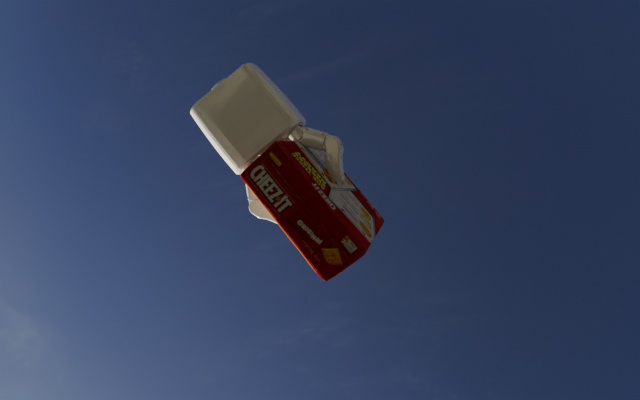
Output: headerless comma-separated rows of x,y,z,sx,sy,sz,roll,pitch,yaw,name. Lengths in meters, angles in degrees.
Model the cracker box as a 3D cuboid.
0.000,0.002,0.642,0.072,0.164,0.213,-40,-3,15,cracker box
